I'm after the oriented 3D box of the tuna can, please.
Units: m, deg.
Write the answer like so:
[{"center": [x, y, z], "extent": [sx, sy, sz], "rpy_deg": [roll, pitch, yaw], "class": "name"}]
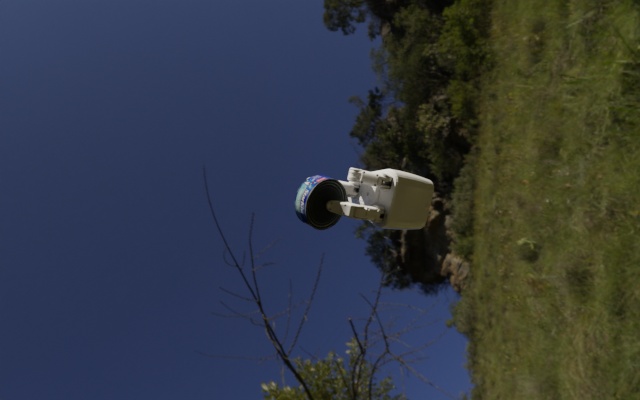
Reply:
[{"center": [0.000, 0.002, 0.775], "extent": [0.086, 0.086, 0.033], "rpy_deg": [0, 15, -41], "class": "tuna can"}]
